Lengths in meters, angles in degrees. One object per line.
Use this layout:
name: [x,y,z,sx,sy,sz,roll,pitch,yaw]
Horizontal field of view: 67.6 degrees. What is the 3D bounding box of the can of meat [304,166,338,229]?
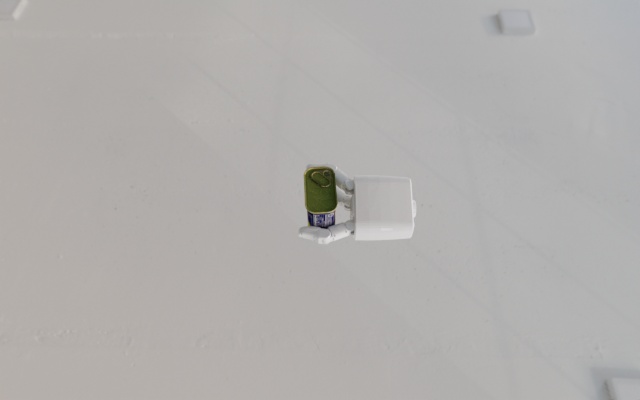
can of meat: [0.000,0.003,0.878,0.057,0.102,0.084,-3,-35,-1]
